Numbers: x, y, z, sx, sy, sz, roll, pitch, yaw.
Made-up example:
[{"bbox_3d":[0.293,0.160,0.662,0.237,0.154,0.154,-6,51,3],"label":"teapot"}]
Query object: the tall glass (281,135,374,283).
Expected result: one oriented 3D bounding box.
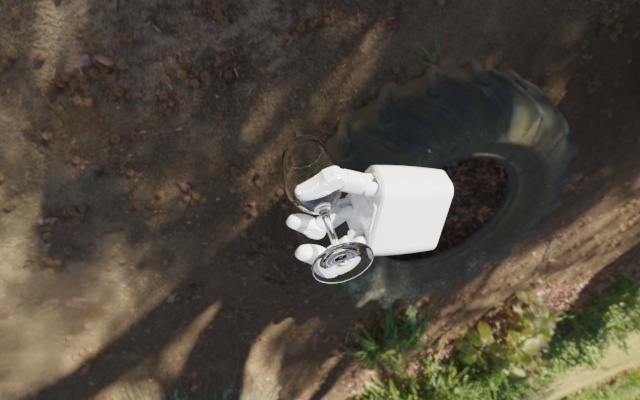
[{"bbox_3d":[0.000,0.002,0.607,0.079,0.201,0.079,-11,-42,-10],"label":"tall glass"}]
